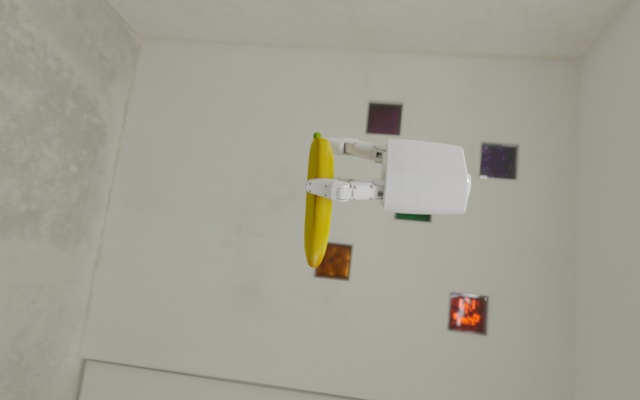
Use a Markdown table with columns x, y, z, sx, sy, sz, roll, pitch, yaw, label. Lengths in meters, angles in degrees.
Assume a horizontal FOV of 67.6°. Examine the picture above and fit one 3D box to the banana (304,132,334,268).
| x | y | z | sx | sy | sz | roll | pitch | yaw | label |
| --- | --- | --- | --- | --- | --- | --- | --- | --- | --- |
| -0.001 | -0.002 | 0.666 | 0.037 | 0.198 | 0.069 | 3 | -3 | 4 | banana |
